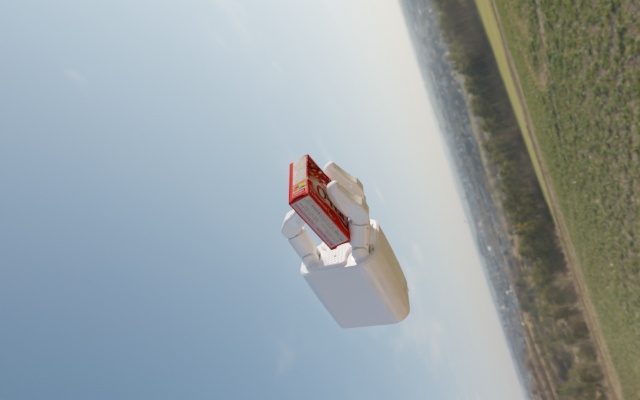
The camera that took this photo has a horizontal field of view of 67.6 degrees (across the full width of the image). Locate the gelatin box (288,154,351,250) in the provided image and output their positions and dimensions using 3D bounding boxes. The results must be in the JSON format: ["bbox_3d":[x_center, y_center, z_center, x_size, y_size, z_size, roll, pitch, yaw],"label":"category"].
[{"bbox_3d":[0.000,0.002,0.547,0.030,0.073,0.089,-28,-55,20],"label":"gelatin box"}]
